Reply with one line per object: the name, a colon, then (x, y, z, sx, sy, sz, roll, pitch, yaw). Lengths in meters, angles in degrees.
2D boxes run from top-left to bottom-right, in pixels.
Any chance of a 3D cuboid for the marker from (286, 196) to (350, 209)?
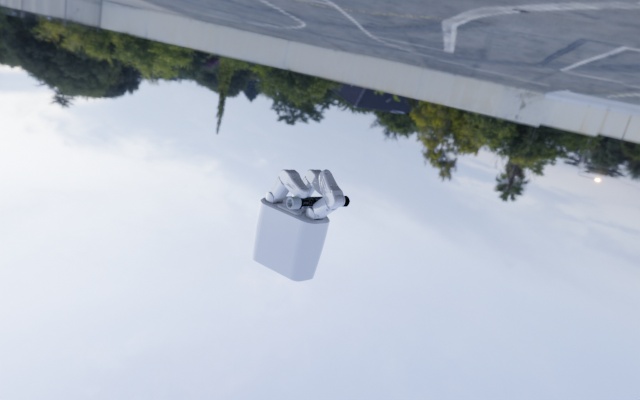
marker: (0.000, 0.002, 0.742, 0.121, 0.020, 0.020, -2, 1, -41)
